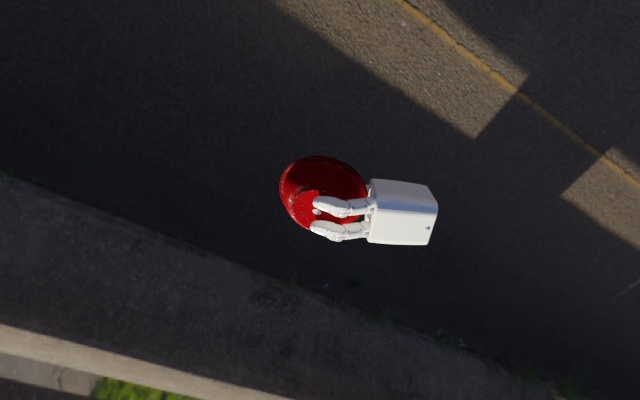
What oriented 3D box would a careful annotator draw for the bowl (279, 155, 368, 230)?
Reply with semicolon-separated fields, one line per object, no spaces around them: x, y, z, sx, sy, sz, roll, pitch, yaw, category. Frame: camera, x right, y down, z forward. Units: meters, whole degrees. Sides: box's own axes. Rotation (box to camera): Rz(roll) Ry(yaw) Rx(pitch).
-0.001;0.003;0.839;0.162;0.162;0.055;0;37;13;bowl
